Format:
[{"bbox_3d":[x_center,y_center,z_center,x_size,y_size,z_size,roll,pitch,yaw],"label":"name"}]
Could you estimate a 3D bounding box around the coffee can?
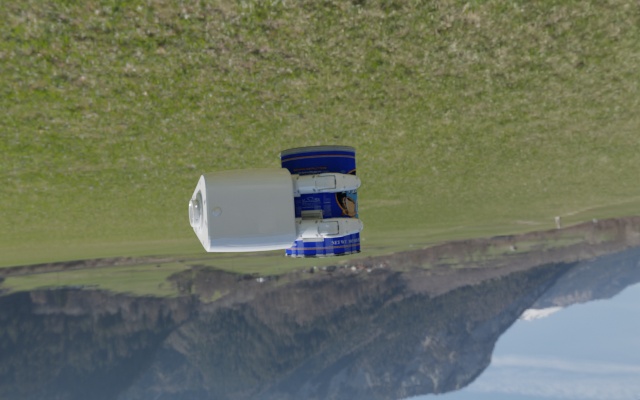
[{"bbox_3d":[0.000,0.002,0.645,0.103,0.140,0.103,-3,-1,0],"label":"coffee can"}]
